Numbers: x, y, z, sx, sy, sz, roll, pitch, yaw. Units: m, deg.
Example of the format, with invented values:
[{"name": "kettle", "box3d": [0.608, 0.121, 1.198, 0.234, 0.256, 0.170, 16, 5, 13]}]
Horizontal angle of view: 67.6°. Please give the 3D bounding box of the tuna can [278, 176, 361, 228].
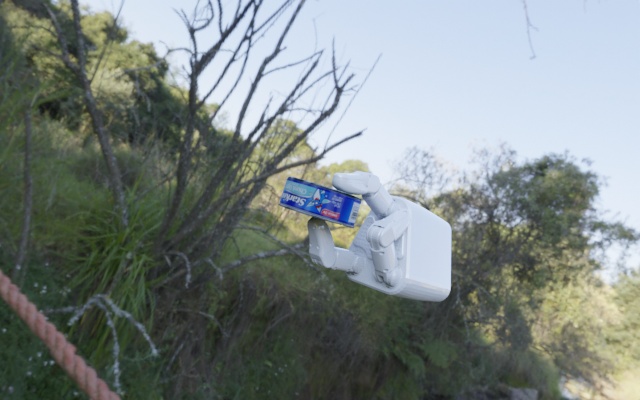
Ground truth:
[{"name": "tuna can", "box3d": [0.000, 0.001, 0.517, 0.086, 0.034, 0.086, 17, 0, 0]}]
